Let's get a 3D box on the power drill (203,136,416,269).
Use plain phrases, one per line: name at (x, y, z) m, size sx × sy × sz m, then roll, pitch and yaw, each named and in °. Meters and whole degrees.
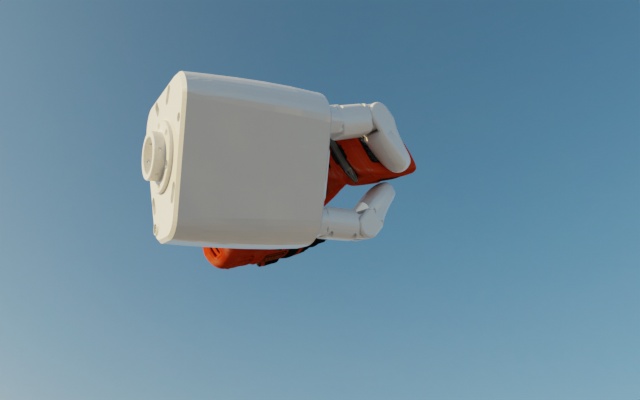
power drill at (0.000, 0.001, 0.473) m, size 0.188 × 0.057 × 0.184 m, roll -40°, pitch -16°, yaw 30°
